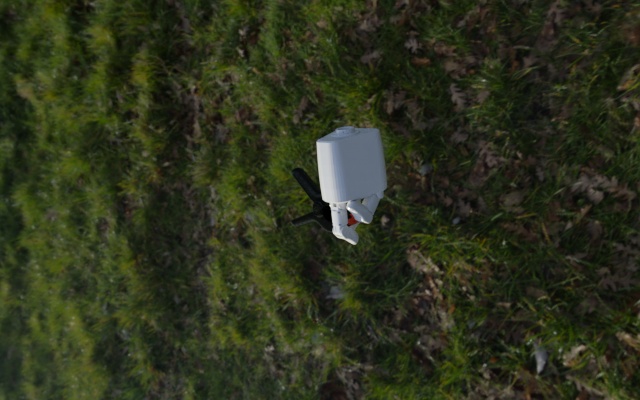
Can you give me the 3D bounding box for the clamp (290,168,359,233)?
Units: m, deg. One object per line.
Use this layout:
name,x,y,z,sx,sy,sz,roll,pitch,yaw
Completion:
clamp,0.000,0.003,0.892,0.171,0.120,0.039,9,25,43
